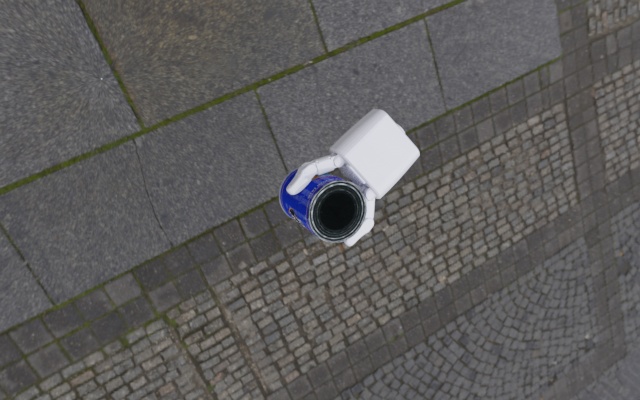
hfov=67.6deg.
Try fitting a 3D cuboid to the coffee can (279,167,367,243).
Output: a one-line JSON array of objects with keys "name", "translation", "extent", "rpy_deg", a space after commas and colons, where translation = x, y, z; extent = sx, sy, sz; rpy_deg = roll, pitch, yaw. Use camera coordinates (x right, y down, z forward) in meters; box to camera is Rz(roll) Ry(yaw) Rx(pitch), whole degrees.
[{"name": "coffee can", "translation": [0.000, 0.003, 0.811], "extent": [0.103, 0.103, 0.140], "rpy_deg": [0, 13, -25]}]
